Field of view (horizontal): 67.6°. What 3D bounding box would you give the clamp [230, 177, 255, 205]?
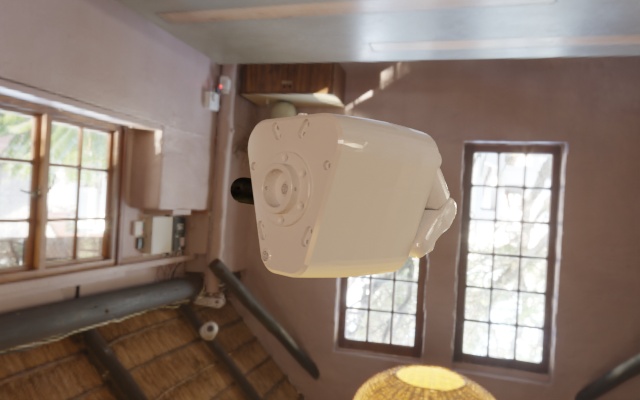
[{"bbox_3d":[0.000,0.002,0.455,0.171,0.039,0.120,3,0,44],"label":"clamp"}]
